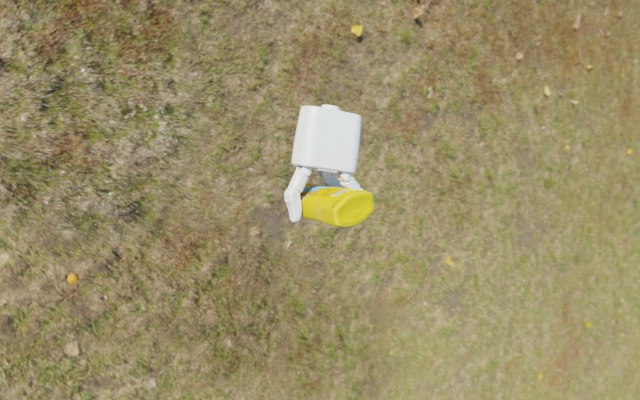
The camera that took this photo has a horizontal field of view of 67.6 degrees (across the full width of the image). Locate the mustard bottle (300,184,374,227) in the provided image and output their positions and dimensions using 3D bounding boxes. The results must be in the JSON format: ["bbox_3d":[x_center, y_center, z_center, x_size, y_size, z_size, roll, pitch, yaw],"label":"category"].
[{"bbox_3d":[0.000,0.003,0.878,0.096,0.058,0.191,-24,22,-35],"label":"mustard bottle"}]
